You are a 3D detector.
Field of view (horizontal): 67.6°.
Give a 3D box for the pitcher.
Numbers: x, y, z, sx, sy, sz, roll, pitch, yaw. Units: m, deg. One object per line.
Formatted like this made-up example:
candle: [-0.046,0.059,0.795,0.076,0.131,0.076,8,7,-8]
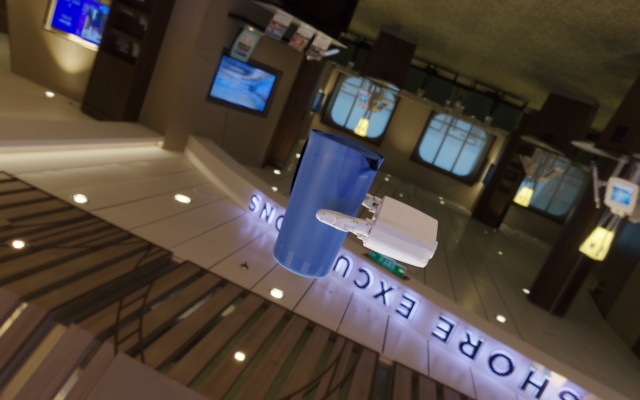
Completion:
pitcher: [0.000,0.003,0.838,0.145,0.243,0.149,23,12,3]
